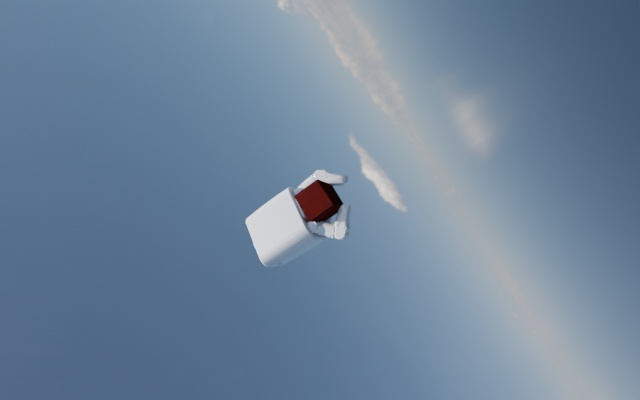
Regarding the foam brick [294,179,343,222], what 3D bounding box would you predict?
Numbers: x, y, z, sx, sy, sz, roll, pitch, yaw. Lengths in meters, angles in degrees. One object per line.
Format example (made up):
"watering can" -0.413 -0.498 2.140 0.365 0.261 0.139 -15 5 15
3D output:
"foam brick" 0.000 0.003 0.815 0.051 0.053 0.078 -34 -14 13
